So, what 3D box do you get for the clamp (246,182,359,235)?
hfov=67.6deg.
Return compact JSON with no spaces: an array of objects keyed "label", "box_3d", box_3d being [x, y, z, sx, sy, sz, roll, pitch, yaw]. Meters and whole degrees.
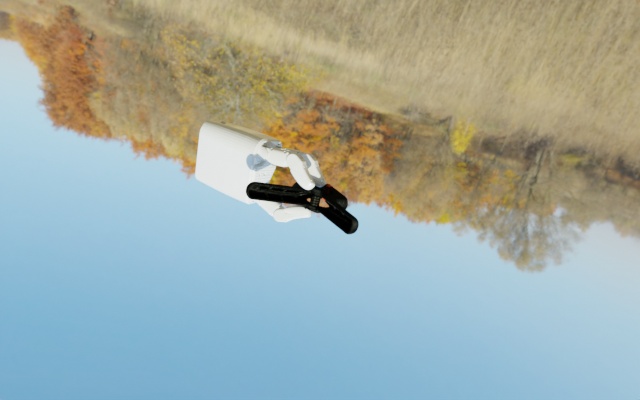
[{"label":"clamp","box_3d":[0.000,0.003,0.736,0.164,0.036,0.210,22,12,16]}]
